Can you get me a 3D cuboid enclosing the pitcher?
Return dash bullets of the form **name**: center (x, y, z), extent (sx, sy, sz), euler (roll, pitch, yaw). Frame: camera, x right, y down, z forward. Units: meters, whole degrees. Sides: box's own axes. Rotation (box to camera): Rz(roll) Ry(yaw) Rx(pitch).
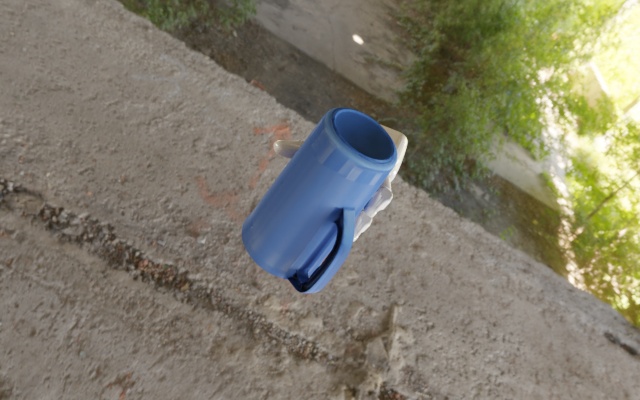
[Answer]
- **pitcher**: center (0.000, 0.002, 0.652), extent (0.243, 0.149, 0.145), euler (-52, -1, 39)
